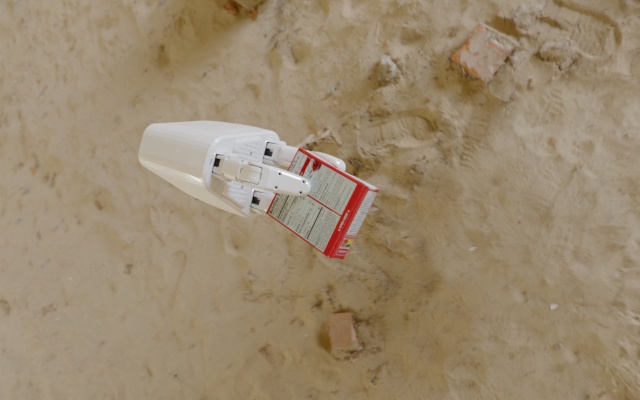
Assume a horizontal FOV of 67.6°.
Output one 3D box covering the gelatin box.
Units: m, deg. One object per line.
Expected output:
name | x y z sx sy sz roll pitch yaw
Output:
gelatin box | 0.000 0.002 0.446 0.089 0.073 0.030 32 11 34
